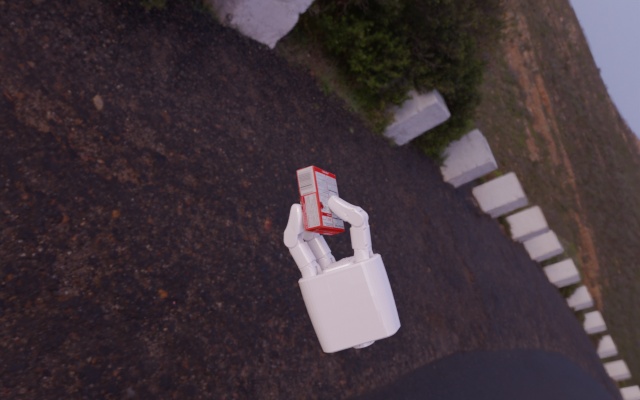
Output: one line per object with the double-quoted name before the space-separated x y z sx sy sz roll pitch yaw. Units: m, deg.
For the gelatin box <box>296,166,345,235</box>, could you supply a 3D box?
"gelatin box" 0.000 0.002 0.672 0.030 0.089 0.073 -14 -13 25
